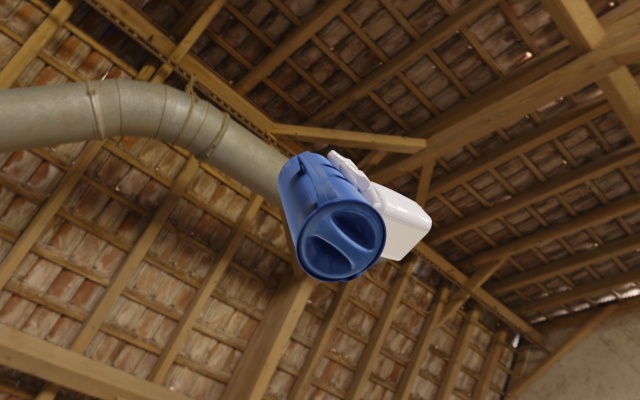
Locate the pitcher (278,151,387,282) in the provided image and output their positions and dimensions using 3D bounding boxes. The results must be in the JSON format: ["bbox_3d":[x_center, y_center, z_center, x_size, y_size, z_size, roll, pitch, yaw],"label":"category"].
[{"bbox_3d":[0.000,0.003,0.763,0.145,0.149,0.242,19,19,-24],"label":"pitcher"}]
